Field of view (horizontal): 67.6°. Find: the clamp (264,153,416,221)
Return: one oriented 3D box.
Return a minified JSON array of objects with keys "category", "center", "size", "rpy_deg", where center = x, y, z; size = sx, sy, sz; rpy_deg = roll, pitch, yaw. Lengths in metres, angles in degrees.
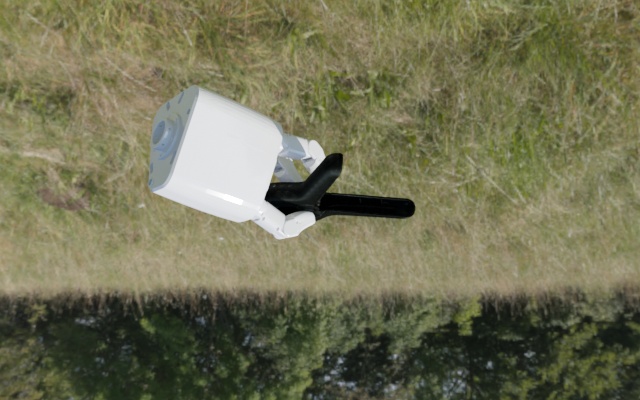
[{"category":"clamp","center":[-0.001,0.003,0.592],"size":[0.210,0.036,0.164],"rpy_deg":[-14,-29,43]}]
